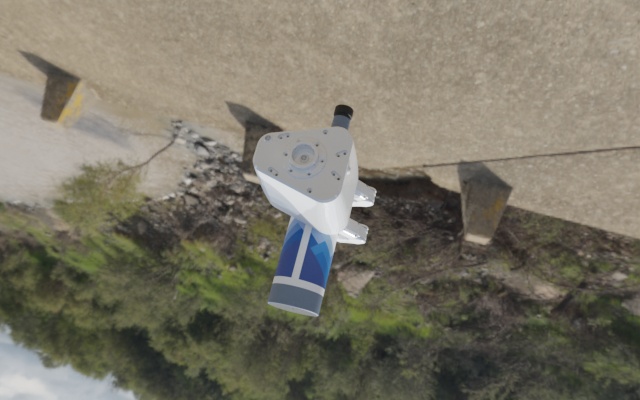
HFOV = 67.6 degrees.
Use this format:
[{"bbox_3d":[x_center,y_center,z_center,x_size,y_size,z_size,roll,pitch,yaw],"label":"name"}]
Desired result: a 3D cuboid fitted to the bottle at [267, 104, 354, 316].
[{"bbox_3d":[0.000,0.002,0.646,0.069,0.295,0.069,13,-19,5],"label":"bottle"}]
